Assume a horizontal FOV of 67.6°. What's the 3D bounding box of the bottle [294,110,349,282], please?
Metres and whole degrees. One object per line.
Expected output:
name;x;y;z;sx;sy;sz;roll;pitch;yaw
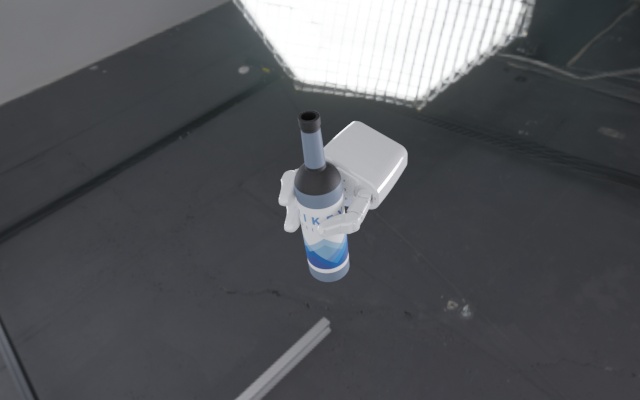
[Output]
bottle;0.000;0.002;0.684;0.069;0.296;0.069;-4;44;4
